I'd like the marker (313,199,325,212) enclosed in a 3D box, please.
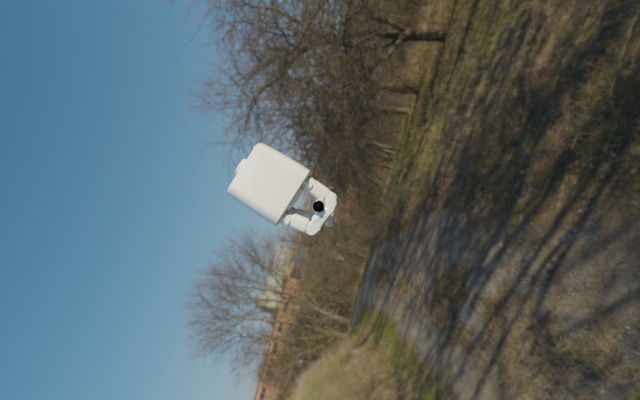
[{"bbox_3d":[0.000,0.003,0.862,0.020,0.020,0.121,0,8,4],"label":"marker"}]
